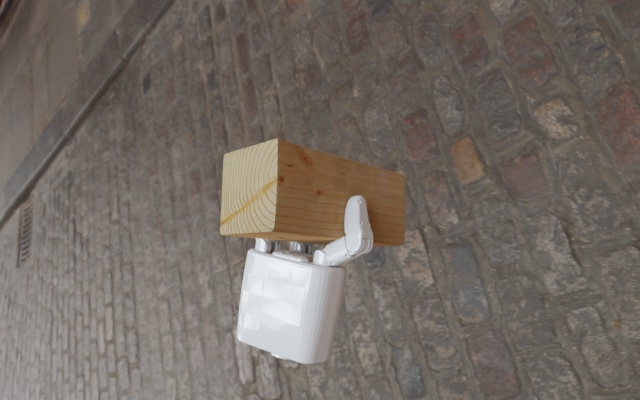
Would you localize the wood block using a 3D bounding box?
[{"bbox_3d":[0.000,0.002,0.543,0.091,0.090,0.206,-7,-12,44],"label":"wood block"}]
